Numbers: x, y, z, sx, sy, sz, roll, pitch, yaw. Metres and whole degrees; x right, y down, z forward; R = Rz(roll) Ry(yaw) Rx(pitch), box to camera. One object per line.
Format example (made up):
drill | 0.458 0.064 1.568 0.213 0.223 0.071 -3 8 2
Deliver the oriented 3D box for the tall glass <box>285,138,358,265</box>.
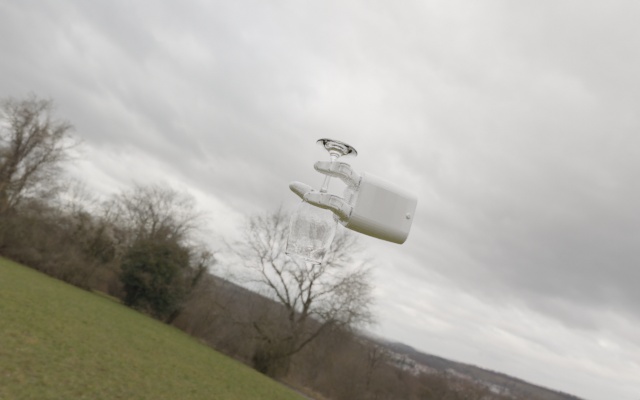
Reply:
tall glass | 0.000 0.002 0.796 0.079 0.201 0.079 17 -13 4
